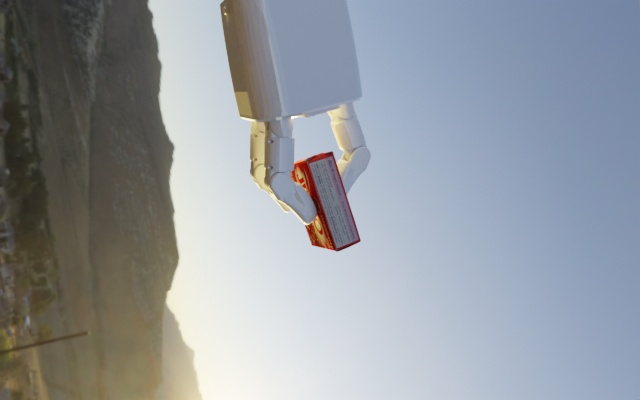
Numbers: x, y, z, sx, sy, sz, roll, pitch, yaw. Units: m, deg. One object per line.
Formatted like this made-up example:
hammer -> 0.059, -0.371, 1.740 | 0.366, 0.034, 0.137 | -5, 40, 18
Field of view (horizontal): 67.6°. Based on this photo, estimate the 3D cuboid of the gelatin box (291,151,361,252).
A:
gelatin box -> 0.001, 0.002, 0.459 | 0.030, 0.089, 0.073 | -20, 6, -18
